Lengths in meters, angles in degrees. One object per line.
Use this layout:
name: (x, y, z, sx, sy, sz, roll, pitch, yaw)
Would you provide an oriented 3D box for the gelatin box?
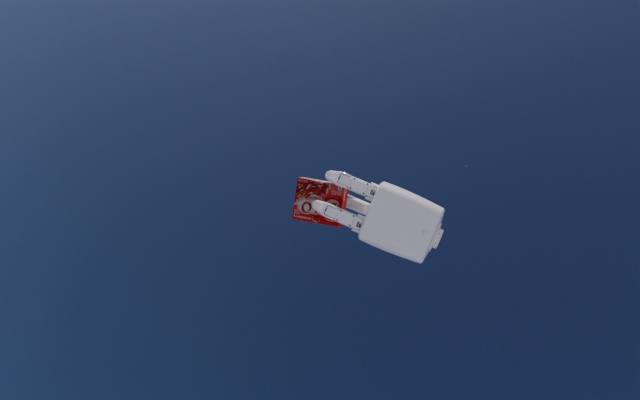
gelatin box: (0.000, 0.003, 0.814, 0.089, 0.073, 0.030, 10, 6, 20)
